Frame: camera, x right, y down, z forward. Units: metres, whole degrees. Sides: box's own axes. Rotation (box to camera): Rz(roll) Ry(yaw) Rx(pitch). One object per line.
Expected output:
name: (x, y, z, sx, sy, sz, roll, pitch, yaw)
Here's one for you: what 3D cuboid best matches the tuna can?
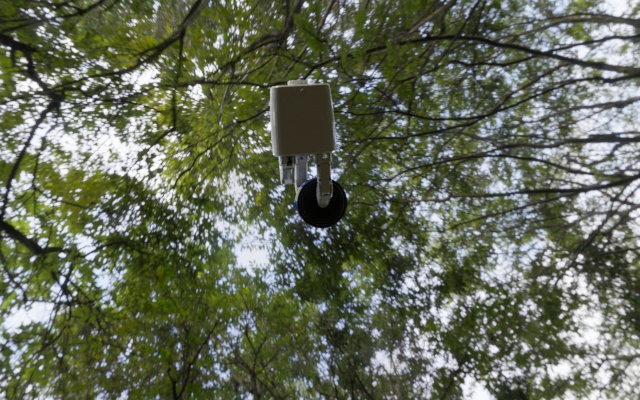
tuna can: (0.000, 0.003, 0.810, 0.086, 0.086, 0.034, 0, 5, -11)
